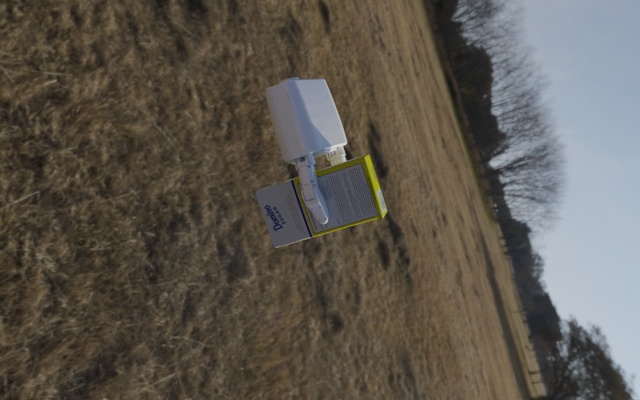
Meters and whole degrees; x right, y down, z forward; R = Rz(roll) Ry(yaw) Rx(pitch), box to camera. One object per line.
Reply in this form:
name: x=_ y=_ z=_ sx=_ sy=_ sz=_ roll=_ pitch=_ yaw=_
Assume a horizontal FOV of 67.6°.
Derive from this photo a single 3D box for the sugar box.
sugar box: x=0.000 y=0.002 z=0.708 sx=0.176 sy=0.093 sz=0.048 roll=-16 pitch=6 yaw=20
